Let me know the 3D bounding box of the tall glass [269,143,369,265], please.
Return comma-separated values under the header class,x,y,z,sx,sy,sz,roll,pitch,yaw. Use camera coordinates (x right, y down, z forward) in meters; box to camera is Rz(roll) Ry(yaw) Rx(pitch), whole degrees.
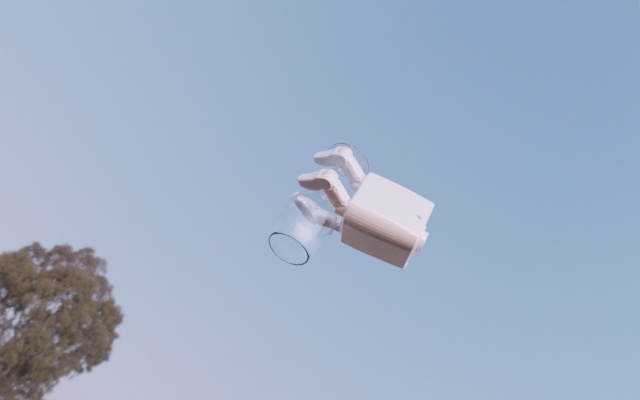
class,x,y,z,sx,sy,sz,roll,pitch,yaw
tall glass,0.000,0.002,0.703,0.079,0.079,0.201,0,40,35
